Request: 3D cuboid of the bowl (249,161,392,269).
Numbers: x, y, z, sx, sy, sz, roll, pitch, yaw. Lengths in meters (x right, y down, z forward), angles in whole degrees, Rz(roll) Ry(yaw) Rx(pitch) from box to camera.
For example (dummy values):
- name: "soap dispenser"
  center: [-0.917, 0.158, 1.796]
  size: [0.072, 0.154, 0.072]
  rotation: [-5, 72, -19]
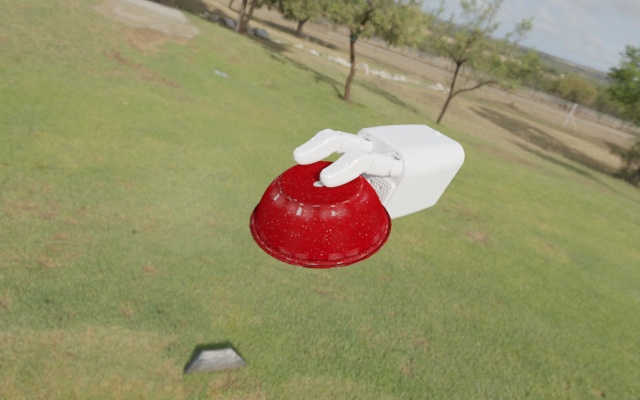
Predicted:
- name: "bowl"
  center: [-0.001, 0.002, 0.529]
  size: [0.162, 0.055, 0.162]
  rotation: [0, 35, 0]
